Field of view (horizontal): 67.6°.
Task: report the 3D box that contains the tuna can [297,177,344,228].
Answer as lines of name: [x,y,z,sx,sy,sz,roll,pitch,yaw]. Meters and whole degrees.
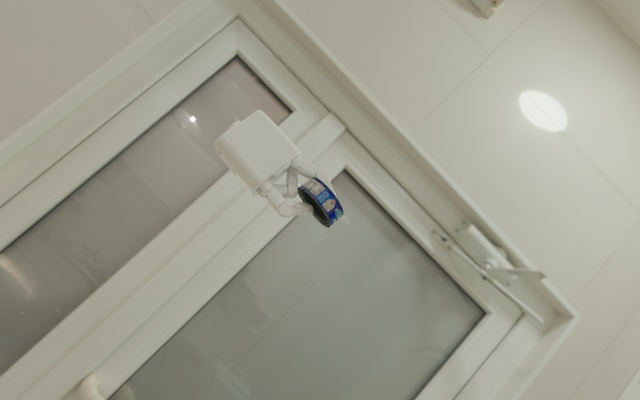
tuna can: [0.001,0.002,0.809,0.033,0.086,0.086,-39,10,-13]
